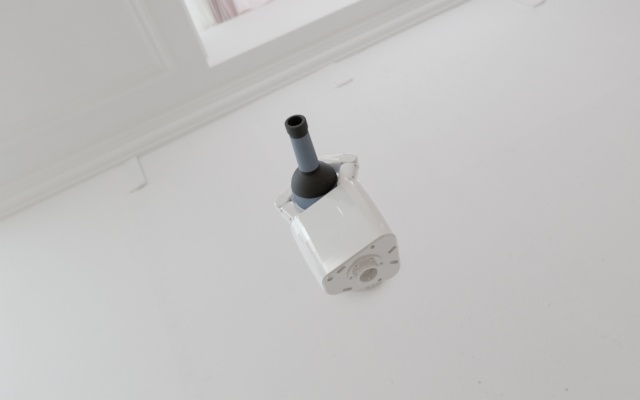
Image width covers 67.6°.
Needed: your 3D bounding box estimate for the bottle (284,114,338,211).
[{"bbox_3d":[0.000,0.002,0.680,0.069,0.069,0.296,0,-42,16],"label":"bottle"}]
